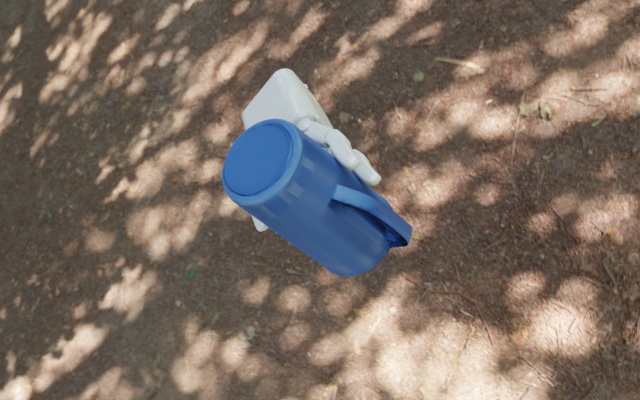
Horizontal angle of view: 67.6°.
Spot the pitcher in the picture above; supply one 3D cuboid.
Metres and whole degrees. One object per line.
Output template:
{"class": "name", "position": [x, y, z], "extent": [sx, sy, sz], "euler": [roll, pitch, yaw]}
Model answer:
{"class": "pitcher", "position": [0.000, 0.002, 0.603], "extent": [0.149, 0.145, 0.243], "euler": [-34, -37, 14]}
